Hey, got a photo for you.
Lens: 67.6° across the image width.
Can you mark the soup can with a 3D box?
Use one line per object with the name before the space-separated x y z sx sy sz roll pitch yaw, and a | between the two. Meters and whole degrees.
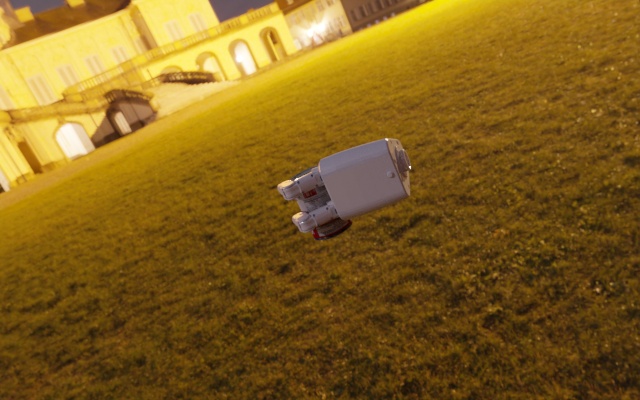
soup can | 0.000 0.002 0.750 0.068 0.102 0.068 -23 15 7
